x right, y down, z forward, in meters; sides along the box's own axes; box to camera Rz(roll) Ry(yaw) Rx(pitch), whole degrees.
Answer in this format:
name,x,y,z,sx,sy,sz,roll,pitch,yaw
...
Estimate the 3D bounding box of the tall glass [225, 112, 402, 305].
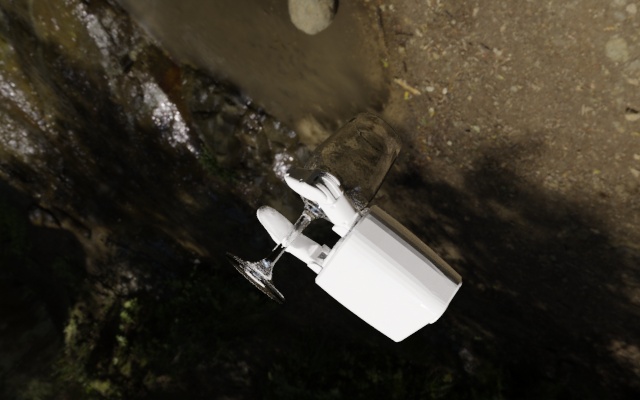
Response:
name,x,y,z,sx,sy,sz,roll,pitch,yaw
tall glass,0.000,0.002,0.476,0.079,0.201,0.079,35,-18,14
